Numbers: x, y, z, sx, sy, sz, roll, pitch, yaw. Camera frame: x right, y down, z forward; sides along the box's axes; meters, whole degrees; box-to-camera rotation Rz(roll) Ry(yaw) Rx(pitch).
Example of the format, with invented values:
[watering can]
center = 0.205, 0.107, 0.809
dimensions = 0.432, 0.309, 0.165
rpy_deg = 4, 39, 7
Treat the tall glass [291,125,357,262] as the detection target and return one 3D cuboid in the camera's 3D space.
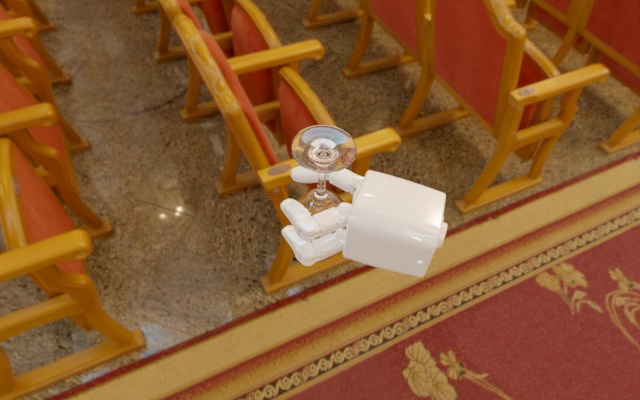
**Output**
[tall glass]
center = 0.000, 0.001, 0.613
dimensions = 0.079, 0.079, 0.201
rpy_deg = 0, -38, -3
